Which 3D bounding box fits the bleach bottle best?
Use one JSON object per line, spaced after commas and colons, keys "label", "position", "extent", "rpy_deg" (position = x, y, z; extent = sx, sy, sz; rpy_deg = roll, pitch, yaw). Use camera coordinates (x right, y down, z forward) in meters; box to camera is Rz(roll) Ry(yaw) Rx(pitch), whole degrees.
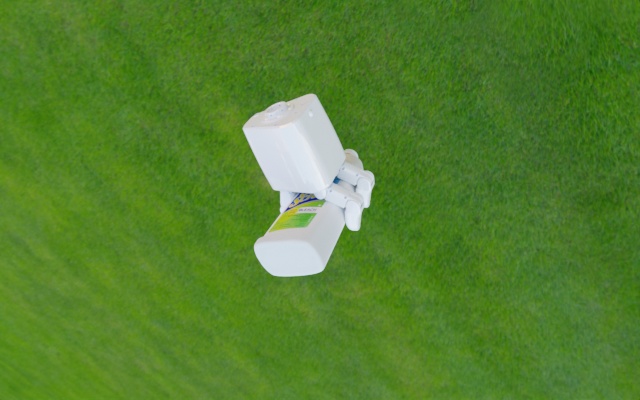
{"label": "bleach bottle", "position": [0.000, 0.002, 0.722], "extent": [0.102, 0.068, 0.250], "rpy_deg": [-8, 34, 31]}
